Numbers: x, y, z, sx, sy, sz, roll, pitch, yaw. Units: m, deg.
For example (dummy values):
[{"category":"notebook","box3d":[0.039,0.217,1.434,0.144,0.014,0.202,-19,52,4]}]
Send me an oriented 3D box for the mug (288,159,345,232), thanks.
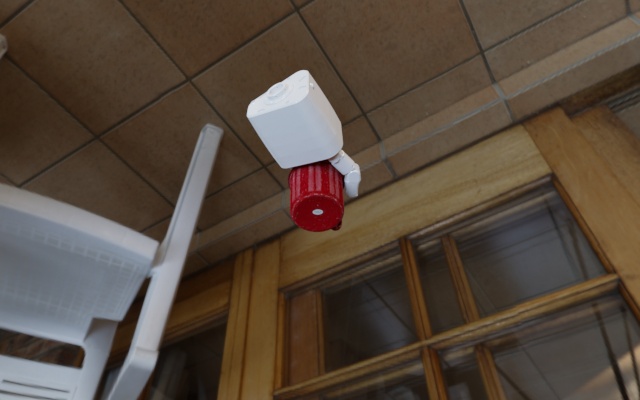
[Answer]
[{"category":"mug","box3d":[0.001,0.004,0.748,0.093,0.117,0.081,-23,37,17]}]
